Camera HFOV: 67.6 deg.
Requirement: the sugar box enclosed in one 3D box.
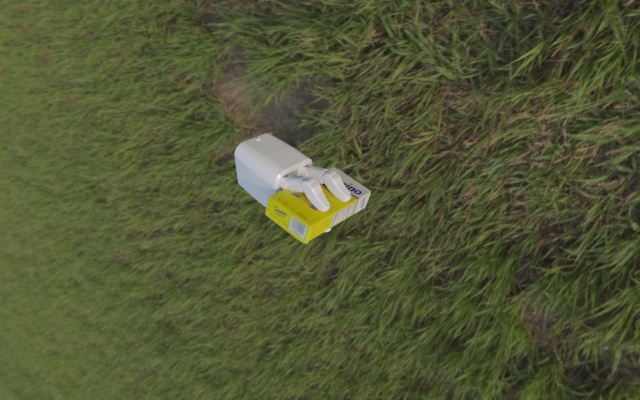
[{"bbox_3d":[0.000,0.002,0.822,0.093,0.048,0.176,35,41,23],"label":"sugar box"}]
